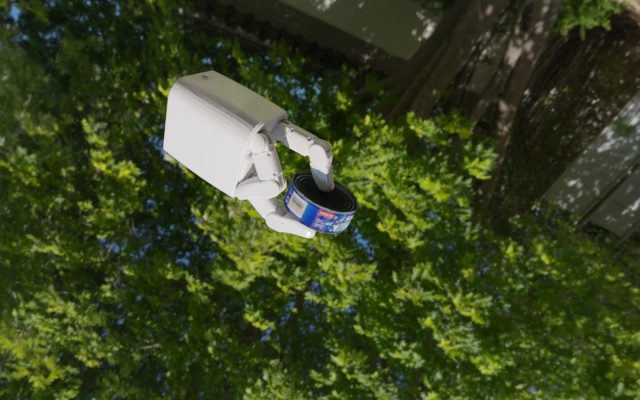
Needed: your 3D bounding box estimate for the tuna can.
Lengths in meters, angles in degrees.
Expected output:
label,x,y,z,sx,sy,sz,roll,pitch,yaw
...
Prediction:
label,x,y,z,sx,sy,sz,roll,pitch,yaw
tuna can,0.000,0.002,0.572,0.086,0.034,0.086,21,26,-11
